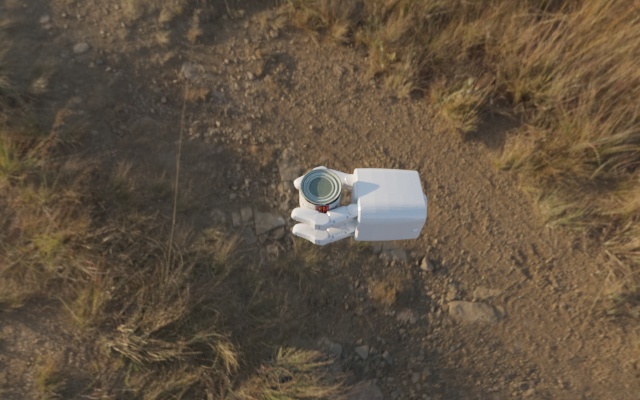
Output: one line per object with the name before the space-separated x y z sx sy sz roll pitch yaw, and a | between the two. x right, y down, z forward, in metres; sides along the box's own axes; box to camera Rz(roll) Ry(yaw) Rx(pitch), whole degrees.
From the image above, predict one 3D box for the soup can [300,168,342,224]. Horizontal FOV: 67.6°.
soup can | 0.000 0.002 0.776 0.068 0.068 0.102 0 -29 -1
